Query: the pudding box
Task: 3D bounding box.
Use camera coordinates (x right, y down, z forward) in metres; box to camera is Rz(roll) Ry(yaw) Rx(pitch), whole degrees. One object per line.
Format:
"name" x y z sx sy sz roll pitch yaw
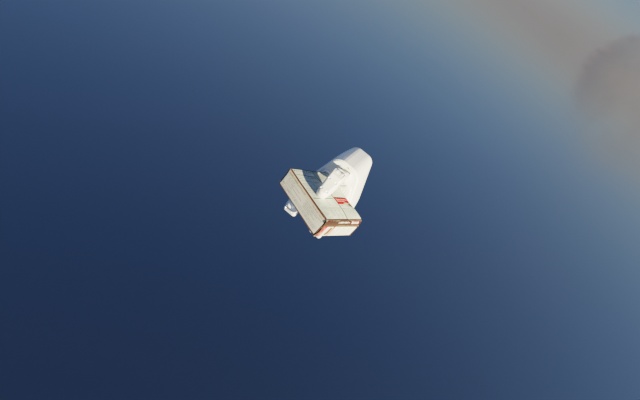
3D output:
"pudding box" 0.000 0.002 0.742 0.090 0.039 0.113 2 44 -49
